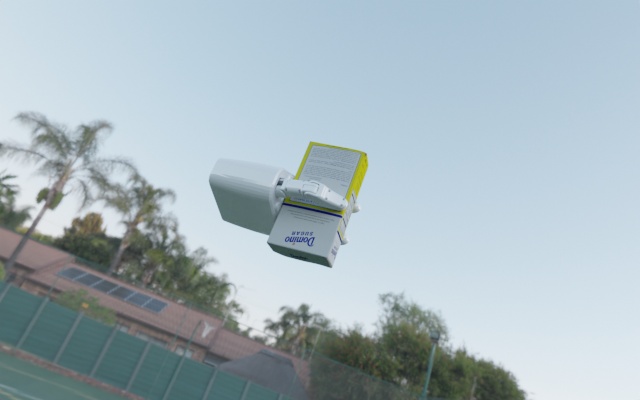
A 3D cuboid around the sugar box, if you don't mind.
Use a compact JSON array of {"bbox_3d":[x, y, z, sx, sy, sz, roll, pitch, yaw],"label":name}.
[{"bbox_3d":[0.000,0.002,0.688,0.093,0.176,0.048,13,-24,20],"label":"sugar box"}]
